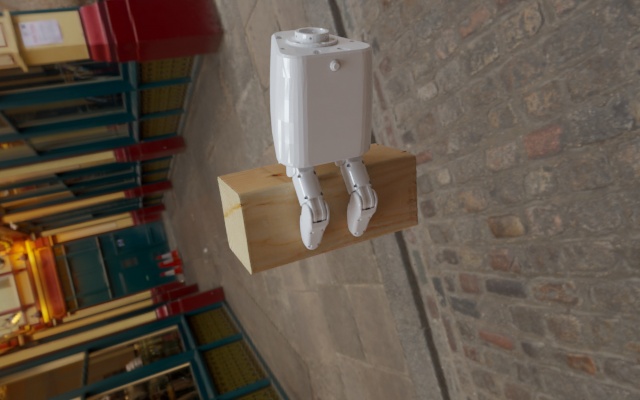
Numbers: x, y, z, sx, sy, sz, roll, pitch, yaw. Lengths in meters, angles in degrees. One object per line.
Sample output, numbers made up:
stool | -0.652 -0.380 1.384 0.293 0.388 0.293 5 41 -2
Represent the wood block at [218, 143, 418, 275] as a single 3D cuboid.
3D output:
wood block | 0.000 0.001 0.547 0.206 0.090 0.090 -14 20 -22
